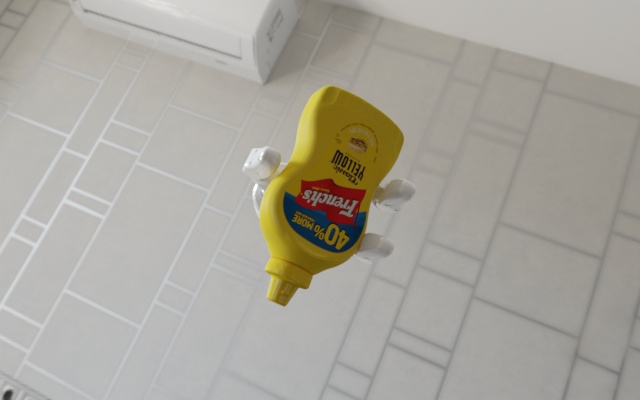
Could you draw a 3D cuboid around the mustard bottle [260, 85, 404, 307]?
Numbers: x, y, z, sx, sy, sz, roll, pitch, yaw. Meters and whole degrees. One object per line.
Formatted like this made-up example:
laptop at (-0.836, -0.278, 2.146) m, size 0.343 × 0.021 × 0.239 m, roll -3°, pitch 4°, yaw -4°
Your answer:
mustard bottle at (0.000, 0.001, 0.424) m, size 0.096 × 0.191 × 0.058 m, roll 30°, pitch -16°, yaw -22°
